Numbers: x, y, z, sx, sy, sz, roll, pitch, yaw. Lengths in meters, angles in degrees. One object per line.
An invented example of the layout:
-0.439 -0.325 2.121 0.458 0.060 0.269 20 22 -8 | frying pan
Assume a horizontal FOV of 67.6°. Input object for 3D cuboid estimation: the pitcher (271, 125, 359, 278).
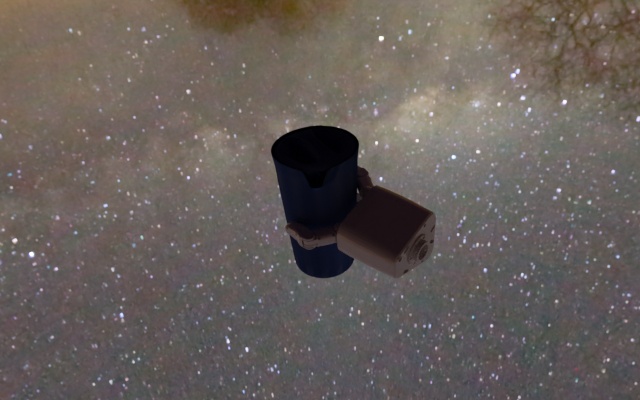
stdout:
0.000 0.003 0.796 0.145 0.243 0.149 26 47 35 | pitcher
